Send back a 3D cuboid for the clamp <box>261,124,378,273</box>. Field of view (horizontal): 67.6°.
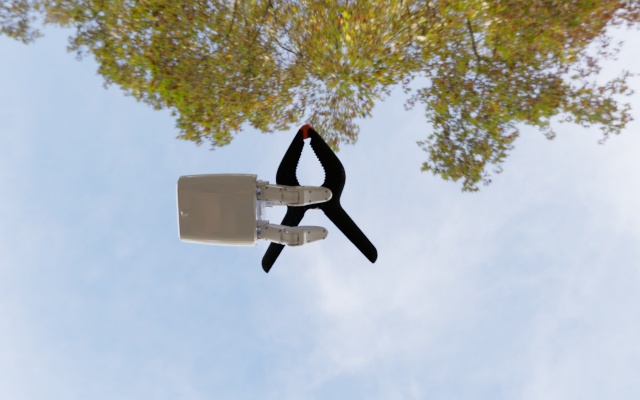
[{"bbox_3d":[0.000,0.001,0.655,0.164,0.210,0.036,1,14,-1],"label":"clamp"}]
